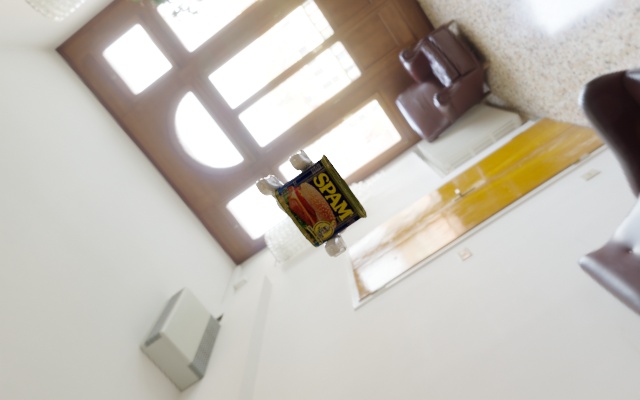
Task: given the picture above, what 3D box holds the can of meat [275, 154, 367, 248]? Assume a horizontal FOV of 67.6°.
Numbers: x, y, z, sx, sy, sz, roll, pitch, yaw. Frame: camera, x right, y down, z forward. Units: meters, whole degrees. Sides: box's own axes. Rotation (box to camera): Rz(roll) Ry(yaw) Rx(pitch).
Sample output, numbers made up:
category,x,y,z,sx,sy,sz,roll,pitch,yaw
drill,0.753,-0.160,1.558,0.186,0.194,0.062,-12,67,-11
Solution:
category,x,y,z,sx,sy,sz,roll,pitch,yaw
can of meat,0.000,0.002,0.650,0.084,0.102,0.057,-34,9,9
